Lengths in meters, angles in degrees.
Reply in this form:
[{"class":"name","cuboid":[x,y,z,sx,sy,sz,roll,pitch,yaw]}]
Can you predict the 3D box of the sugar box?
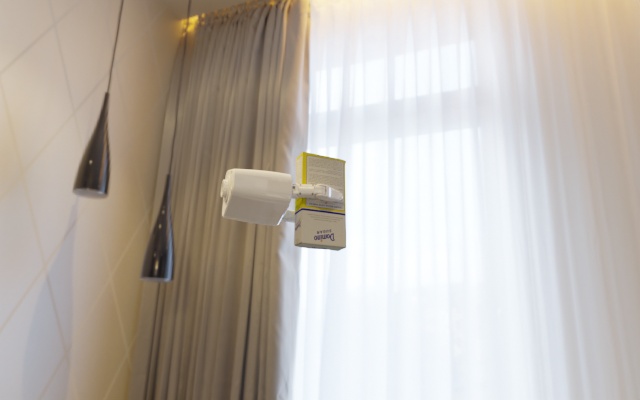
[{"class":"sugar box","cuboid":[0.000,0.003,0.898,0.093,0.176,0.048,9,-17,-22]}]
